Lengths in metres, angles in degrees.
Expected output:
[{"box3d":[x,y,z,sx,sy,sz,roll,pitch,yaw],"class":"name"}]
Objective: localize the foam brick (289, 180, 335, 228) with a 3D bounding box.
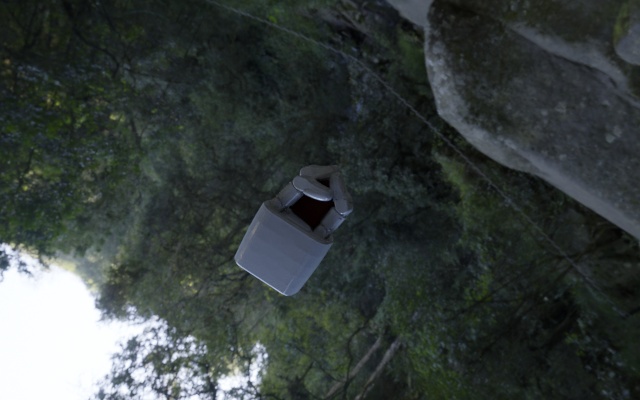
[{"box3d":[0.000,0.002,0.721,0.053,0.051,0.078,38,18,18],"class":"foam brick"}]
